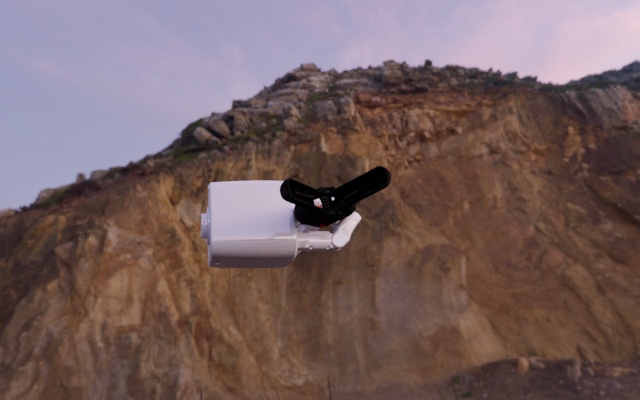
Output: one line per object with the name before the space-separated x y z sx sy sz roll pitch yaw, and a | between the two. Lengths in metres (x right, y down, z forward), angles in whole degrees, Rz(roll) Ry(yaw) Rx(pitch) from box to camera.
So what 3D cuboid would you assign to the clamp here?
clamp | 0.000 0.001 0.570 0.120 0.039 0.171 0 -20 -16
